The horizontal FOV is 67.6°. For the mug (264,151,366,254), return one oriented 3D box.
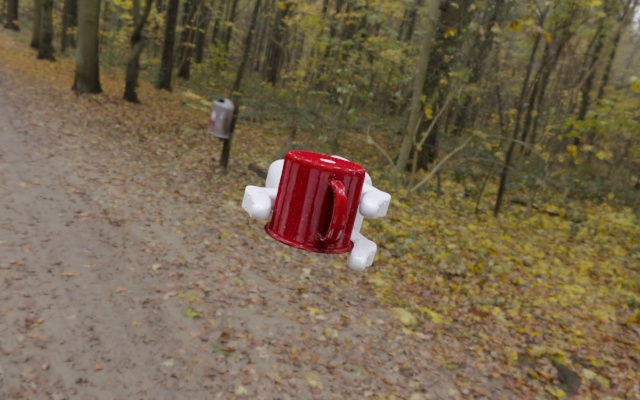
[{"bbox_3d":[0.000,0.002,0.462,0.093,0.081,0.117,9,13,-16],"label":"mug"}]
